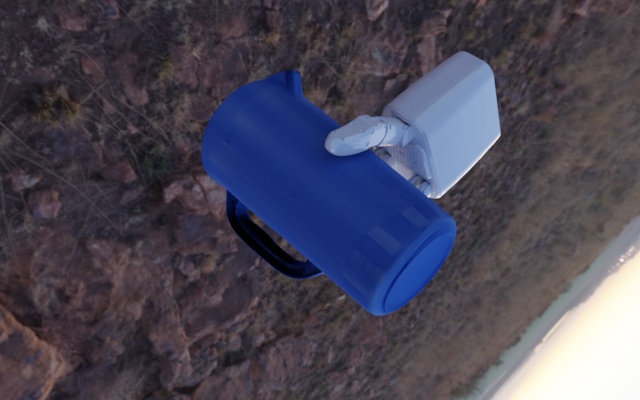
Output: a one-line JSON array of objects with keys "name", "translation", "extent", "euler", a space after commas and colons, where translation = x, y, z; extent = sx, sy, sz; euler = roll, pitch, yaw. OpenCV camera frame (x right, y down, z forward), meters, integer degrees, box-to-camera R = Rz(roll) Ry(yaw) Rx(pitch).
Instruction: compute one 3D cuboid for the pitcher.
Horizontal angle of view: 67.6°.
[{"name": "pitcher", "translation": [0.000, 0.001, 0.467], "extent": [0.242, 0.145, 0.149], "euler": [41, -19, 29]}]
